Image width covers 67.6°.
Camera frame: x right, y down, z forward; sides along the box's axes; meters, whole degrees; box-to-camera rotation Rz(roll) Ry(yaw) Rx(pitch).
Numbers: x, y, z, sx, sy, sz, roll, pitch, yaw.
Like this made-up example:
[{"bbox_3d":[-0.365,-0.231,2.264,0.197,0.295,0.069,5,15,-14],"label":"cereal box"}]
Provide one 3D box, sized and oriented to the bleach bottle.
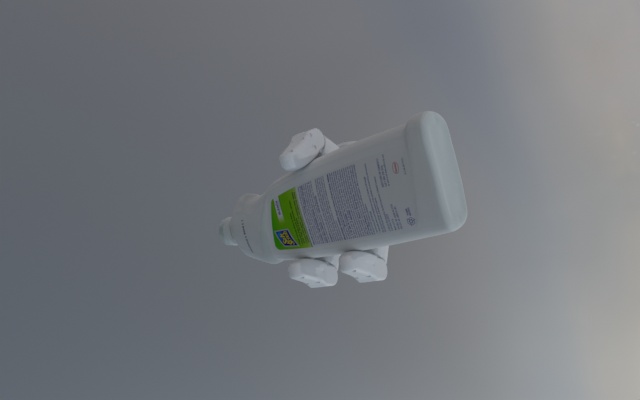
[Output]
[{"bbox_3d":[0.000,0.002,0.449,0.251,0.102,0.068,-13,1,33],"label":"bleach bottle"}]
